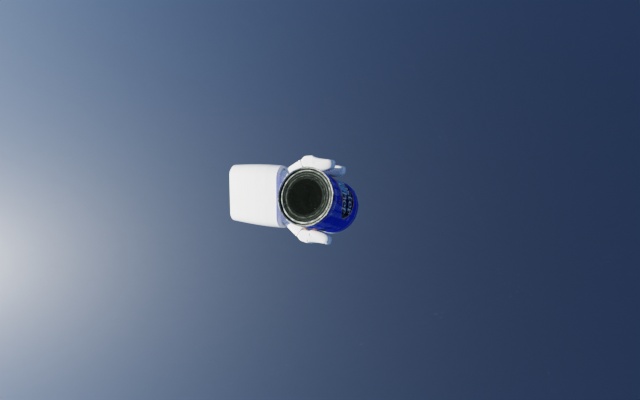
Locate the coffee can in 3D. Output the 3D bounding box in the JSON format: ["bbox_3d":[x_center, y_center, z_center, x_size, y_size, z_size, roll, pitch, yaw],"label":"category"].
[{"bbox_3d":[0.000,0.003,0.858,0.103,0.103,0.140,0,-8,22],"label":"coffee can"}]
